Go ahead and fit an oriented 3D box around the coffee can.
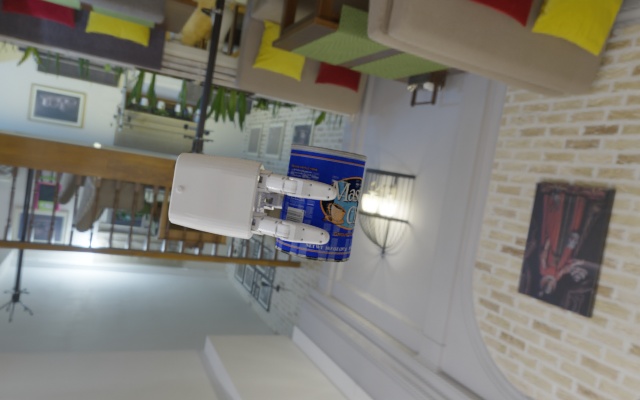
[{"bbox_3d":[0.000,0.002,0.640,0.103,0.140,0.103,10,3,-1],"label":"coffee can"}]
